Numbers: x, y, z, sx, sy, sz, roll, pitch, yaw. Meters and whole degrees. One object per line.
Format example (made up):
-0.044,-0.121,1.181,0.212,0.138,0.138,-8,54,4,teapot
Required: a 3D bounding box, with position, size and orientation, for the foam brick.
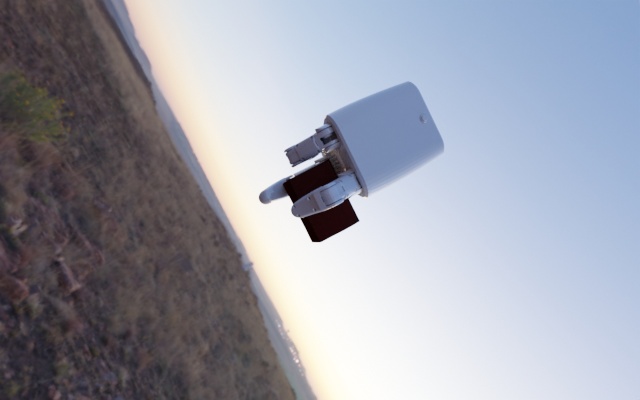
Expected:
0.000,0.002,0.531,0.051,0.078,0.053,-27,3,-12,foam brick
